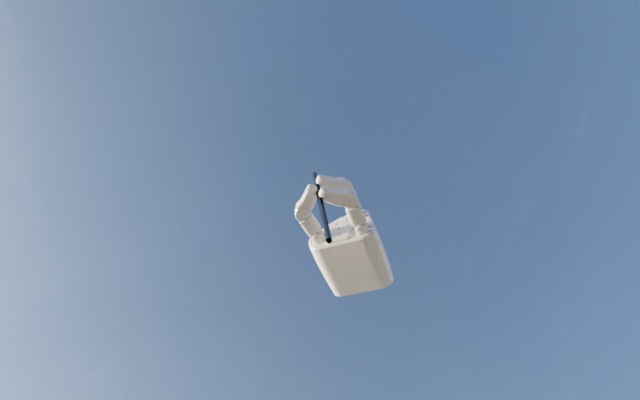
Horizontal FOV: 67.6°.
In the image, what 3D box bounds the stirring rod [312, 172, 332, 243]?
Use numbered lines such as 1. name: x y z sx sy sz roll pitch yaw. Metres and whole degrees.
1. stirring rod: 0.000 0.002 0.698 0.011 0.011 0.239 0 23 -5
